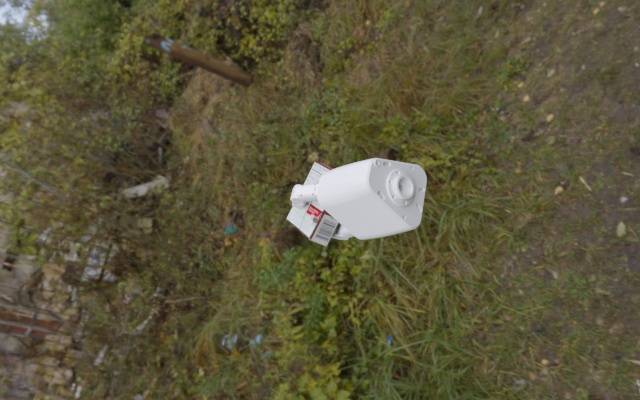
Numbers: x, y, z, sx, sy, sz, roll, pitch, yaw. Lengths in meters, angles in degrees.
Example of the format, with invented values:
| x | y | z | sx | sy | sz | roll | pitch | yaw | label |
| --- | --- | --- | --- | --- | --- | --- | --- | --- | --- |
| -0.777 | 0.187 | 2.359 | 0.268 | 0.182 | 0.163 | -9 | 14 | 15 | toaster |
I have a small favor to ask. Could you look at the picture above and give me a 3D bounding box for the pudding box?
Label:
| x | y | z | sx | sy | sz | roll | pitch | yaw | label |
| --- | --- | --- | --- | --- | --- | --- | --- | --- | --- |
| 0.000 | 0.002 | 0.751 | 0.039 | 0.113 | 0.090 | 25 | 5 | -33 | pudding box |
